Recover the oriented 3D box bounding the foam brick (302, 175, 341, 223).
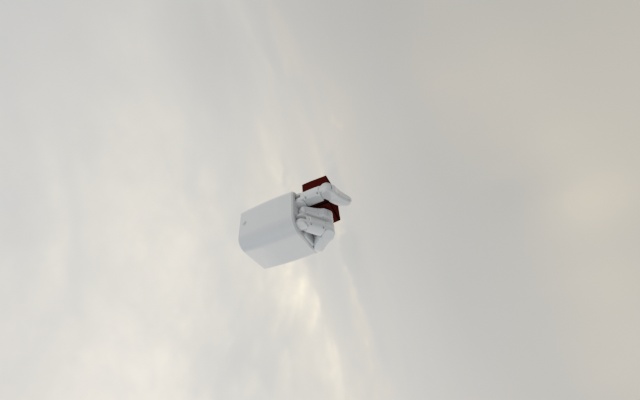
[{"bbox_3d":[0.000,0.003,0.865,0.051,0.053,0.078,-21,37,13],"label":"foam brick"}]
